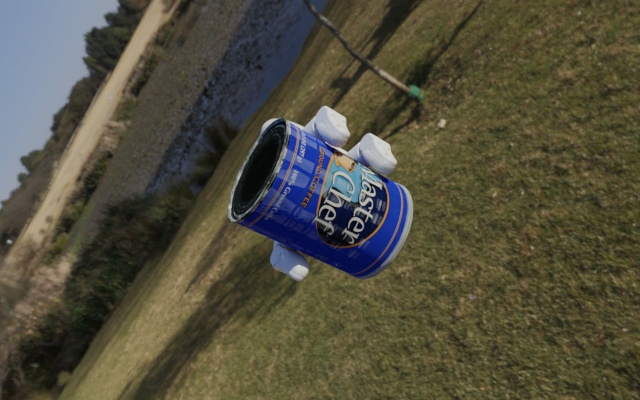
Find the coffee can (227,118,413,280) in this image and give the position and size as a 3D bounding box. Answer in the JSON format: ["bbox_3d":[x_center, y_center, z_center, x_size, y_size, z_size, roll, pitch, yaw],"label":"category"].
[{"bbox_3d":[0.000,0.002,0.446,0.140,0.103,0.103,27,-12,-24],"label":"coffee can"}]
